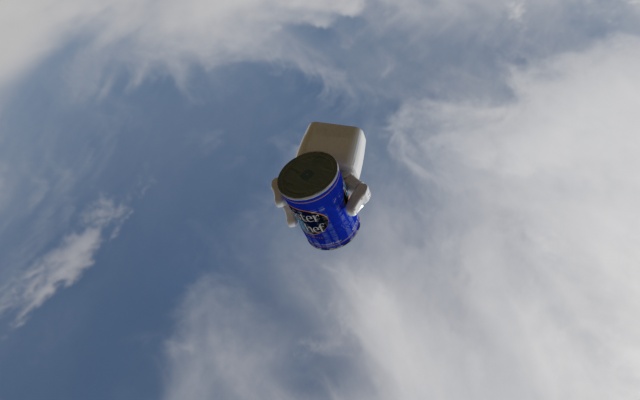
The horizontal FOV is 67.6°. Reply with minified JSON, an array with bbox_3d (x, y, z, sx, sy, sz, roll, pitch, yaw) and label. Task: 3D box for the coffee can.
[{"bbox_3d":[0.000,0.003,0.806,0.103,0.102,0.140,0,-40,24],"label":"coffee can"}]
